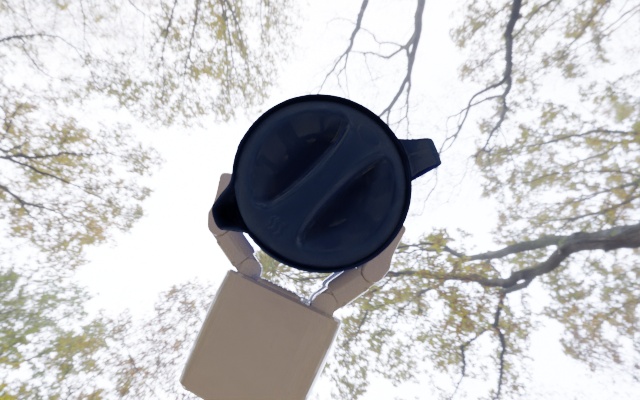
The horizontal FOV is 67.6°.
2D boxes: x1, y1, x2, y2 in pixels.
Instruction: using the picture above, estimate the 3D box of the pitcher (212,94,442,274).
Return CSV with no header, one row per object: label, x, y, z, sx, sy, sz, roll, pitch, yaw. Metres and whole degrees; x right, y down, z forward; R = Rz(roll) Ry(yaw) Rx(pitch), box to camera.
pitcher,0.000,0.002,0.458,0.149,0.145,0.243,26,-11,-2
